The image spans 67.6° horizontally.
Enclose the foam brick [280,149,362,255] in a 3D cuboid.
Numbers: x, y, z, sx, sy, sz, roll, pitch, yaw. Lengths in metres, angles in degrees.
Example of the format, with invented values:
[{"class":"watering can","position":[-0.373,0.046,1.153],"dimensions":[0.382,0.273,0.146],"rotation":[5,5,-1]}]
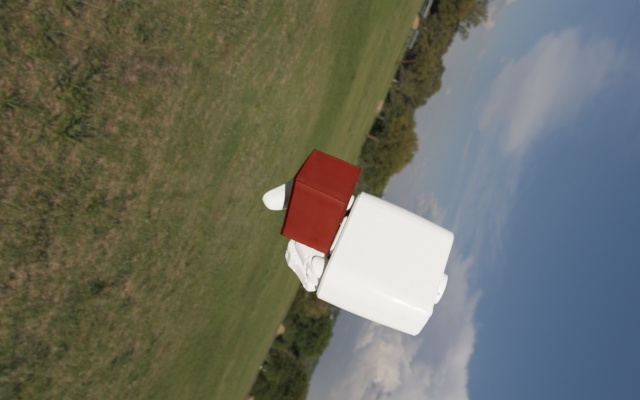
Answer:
[{"class":"foam brick","position":[0.000,0.001,0.455],"dimensions":[0.051,0.078,0.053],"rotation":[23,45,6]}]
